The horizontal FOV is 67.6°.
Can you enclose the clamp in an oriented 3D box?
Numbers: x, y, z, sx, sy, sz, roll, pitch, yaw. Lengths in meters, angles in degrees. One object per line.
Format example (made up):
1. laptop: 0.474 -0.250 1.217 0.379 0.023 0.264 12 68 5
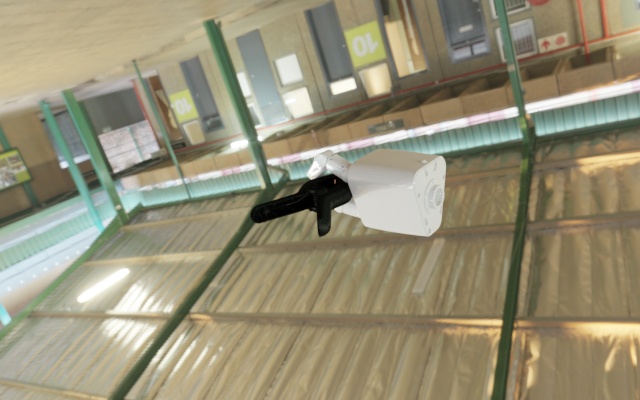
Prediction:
1. clamp: 0.000 0.003 0.670 0.120 0.039 0.171 21 37 34
